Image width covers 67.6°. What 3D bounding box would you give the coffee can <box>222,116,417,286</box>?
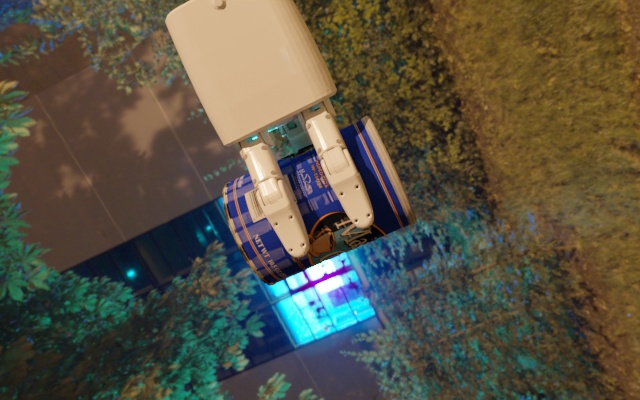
[{"bbox_3d":[0.000,0.001,0.425,0.140,0.103,0.103,-25,-3,7],"label":"coffee can"}]
